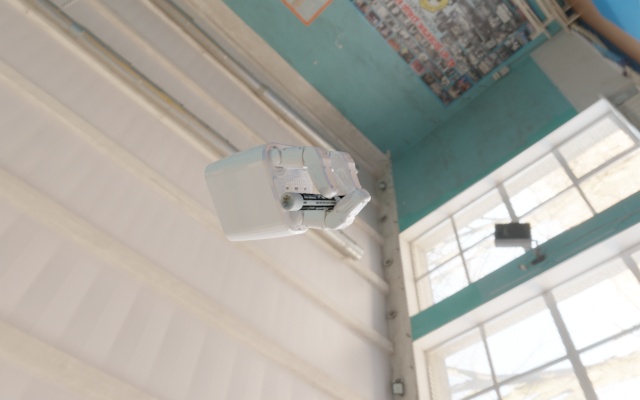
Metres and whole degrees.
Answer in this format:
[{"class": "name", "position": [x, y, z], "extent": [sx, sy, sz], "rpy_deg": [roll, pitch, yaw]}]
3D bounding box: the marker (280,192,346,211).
[{"class": "marker", "position": [0.000, 0.002, 0.527], "extent": [0.020, 0.020, 0.121], "rpy_deg": [0, -1, 34]}]
